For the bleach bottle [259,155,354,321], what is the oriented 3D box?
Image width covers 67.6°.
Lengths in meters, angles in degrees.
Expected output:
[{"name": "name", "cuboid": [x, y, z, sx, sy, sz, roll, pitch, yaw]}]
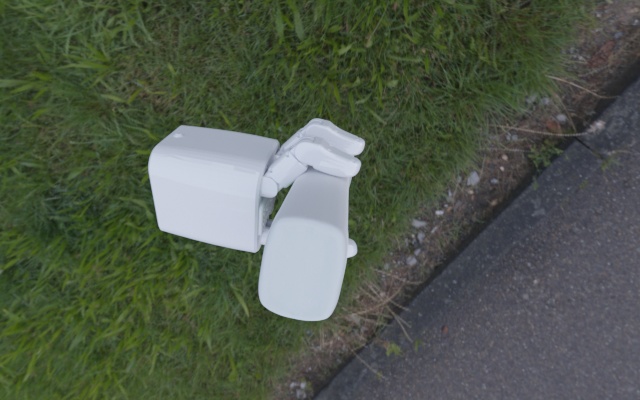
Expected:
[{"name": "bleach bottle", "cuboid": [0.000, 0.002, 0.488, 0.068, 0.103, 0.250, 12, 27, 2]}]
